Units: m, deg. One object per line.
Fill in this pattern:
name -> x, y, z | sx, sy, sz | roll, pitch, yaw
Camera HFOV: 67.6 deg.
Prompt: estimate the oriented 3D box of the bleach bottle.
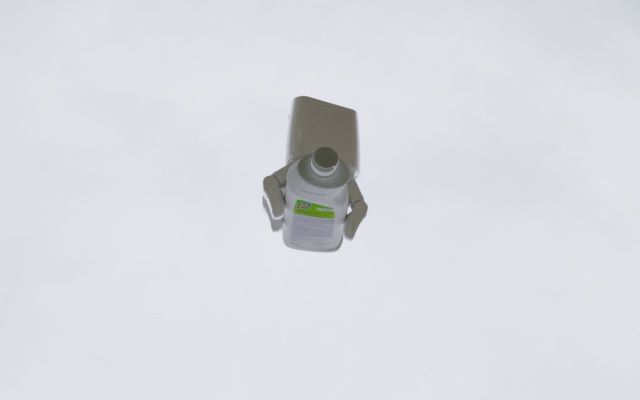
bleach bottle -> 0.000, 0.002, 0.658 | 0.102, 0.068, 0.251 | 4, -24, -6
